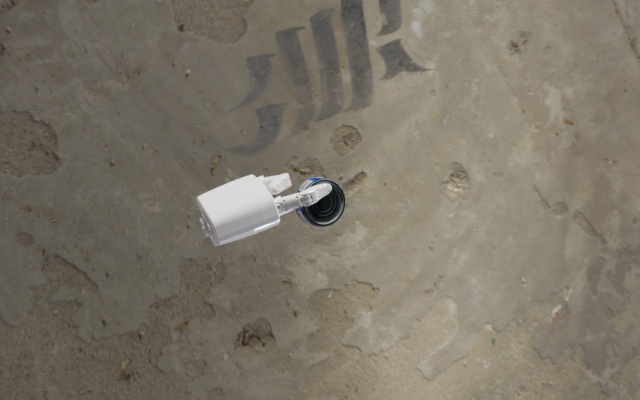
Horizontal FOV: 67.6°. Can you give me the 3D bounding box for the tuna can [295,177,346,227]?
[{"bbox_3d":[0.000,0.003,0.827,0.086,0.086,0.033,0,6,-25],"label":"tuna can"}]
